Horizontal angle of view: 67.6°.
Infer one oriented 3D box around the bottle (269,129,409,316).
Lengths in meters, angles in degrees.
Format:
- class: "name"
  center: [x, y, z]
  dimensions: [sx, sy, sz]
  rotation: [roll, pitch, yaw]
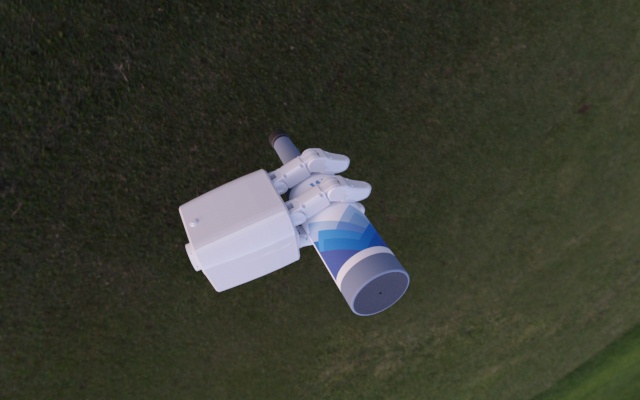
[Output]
- class: "bottle"
  center: [0.000, 0.002, 0.572]
  dimensions: [0.069, 0.069, 0.295]
  rotation: [0, 38, -31]
